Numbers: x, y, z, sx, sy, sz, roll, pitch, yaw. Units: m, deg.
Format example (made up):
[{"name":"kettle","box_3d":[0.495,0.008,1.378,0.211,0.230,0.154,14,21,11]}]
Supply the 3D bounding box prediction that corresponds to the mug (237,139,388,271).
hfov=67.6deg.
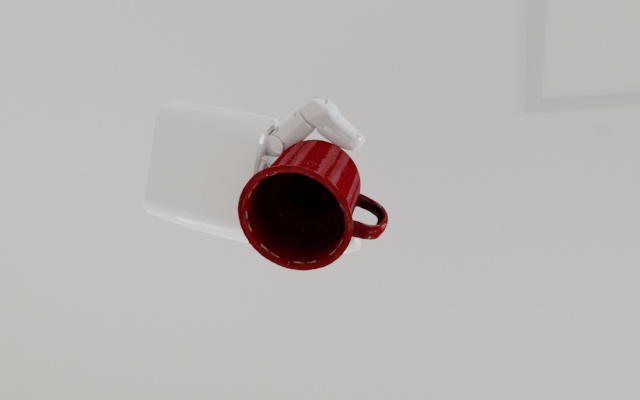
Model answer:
[{"name":"mug","box_3d":[0.002,0.002,0.402,0.117,0.093,0.081,15,29,8]}]
